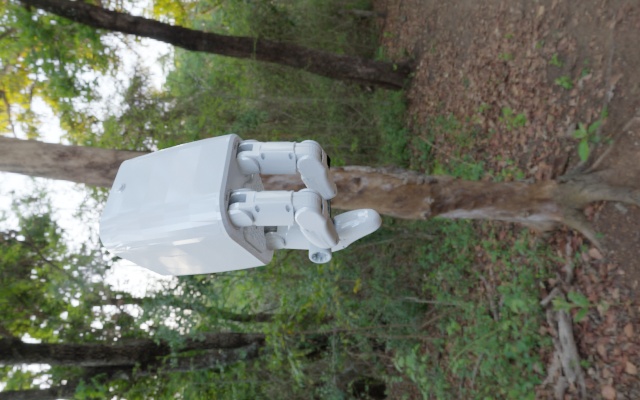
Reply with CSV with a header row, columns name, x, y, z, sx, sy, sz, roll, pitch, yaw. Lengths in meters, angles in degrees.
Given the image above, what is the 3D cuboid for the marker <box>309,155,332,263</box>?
name,x,y,z,sx,sy,sz,roll,pitch,yaw
marker,0.000,0.001,0.431,0.020,0.121,0.020,0,-41,0
